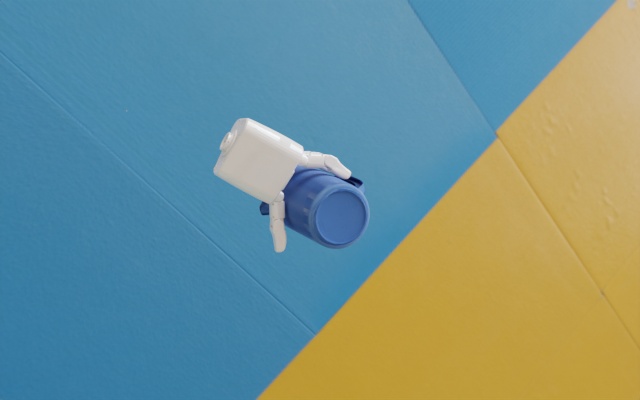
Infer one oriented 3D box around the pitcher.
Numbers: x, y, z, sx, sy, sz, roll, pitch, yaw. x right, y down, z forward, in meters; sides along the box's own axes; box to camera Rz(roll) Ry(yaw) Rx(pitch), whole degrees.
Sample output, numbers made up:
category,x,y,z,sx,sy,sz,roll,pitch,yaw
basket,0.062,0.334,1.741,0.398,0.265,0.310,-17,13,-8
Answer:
category,x,y,z,sx,sy,sz,roll,pitch,yaw
pitcher,0.000,0.003,0.863,0.145,0.149,0.243,28,-1,-23
